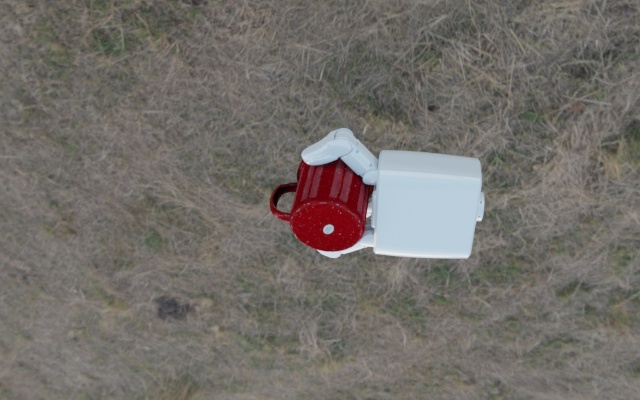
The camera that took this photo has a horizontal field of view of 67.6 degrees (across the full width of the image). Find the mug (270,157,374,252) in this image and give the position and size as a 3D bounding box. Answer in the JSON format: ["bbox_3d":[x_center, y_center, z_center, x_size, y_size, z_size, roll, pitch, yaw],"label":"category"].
[{"bbox_3d":[-0.001,0.002,0.533,0.117,0.093,0.081,3,44,9],"label":"mug"}]
